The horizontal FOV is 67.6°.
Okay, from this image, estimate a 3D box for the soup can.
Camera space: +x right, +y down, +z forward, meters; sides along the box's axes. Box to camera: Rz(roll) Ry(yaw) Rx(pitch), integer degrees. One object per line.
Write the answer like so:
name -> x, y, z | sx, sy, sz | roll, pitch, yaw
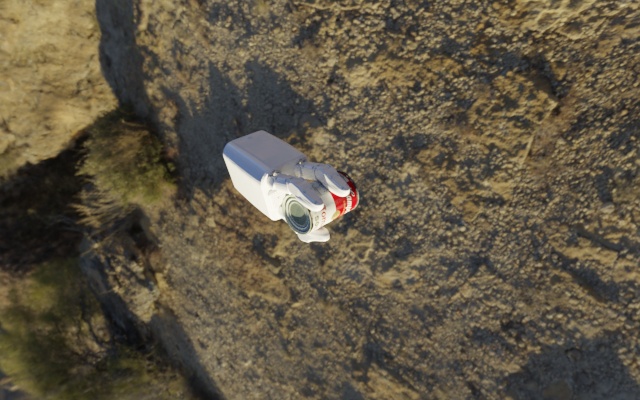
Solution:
soup can -> 0.000, 0.003, 0.730 | 0.102, 0.068, 0.068 | -27, 17, -37
